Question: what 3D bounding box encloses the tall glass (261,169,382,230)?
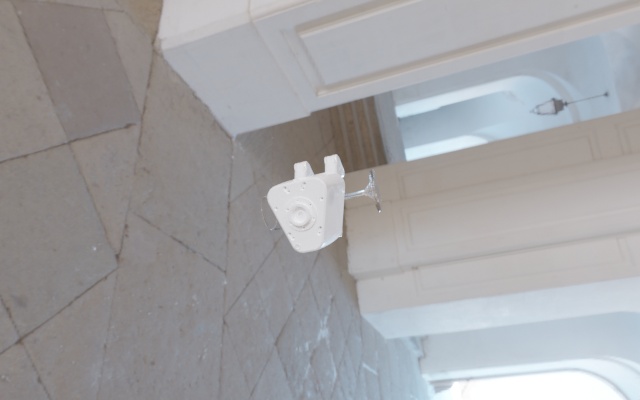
[{"bbox_3d":[0.001,0.003,0.827,0.201,0.079,0.079,-12,-4,16],"label":"tall glass"}]
